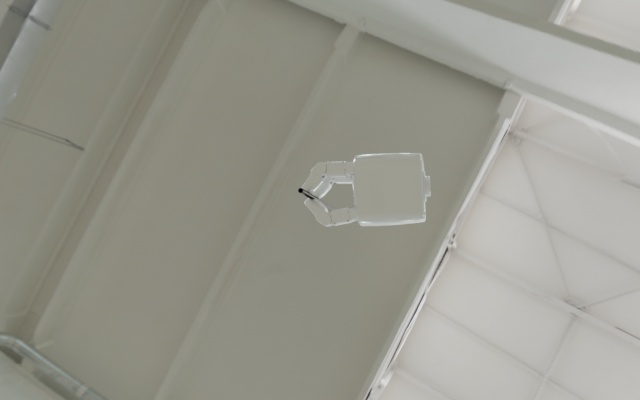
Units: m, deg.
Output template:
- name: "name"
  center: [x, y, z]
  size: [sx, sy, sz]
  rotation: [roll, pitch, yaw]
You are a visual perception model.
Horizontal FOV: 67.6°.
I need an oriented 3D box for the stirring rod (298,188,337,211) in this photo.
- name: "stirring rod"
  center: [0.000, 0.003, 0.847]
  size: [0.011, 0.011, 0.239]
  rotation: [0, -9, 15]
